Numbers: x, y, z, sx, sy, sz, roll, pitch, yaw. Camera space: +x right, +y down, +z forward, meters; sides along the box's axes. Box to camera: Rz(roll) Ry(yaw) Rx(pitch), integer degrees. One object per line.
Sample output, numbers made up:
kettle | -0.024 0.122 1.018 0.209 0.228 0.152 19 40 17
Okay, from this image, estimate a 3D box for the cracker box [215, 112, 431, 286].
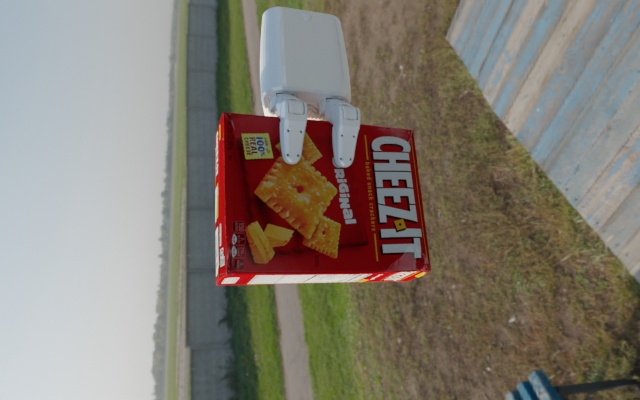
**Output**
cracker box | 0.000 0.002 0.502 0.214 0.164 0.072 2 -17 -18
